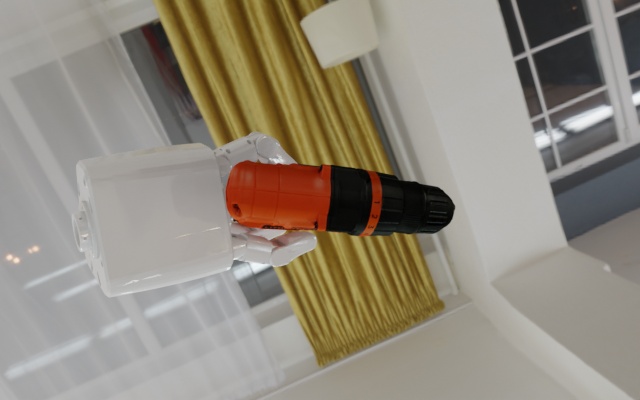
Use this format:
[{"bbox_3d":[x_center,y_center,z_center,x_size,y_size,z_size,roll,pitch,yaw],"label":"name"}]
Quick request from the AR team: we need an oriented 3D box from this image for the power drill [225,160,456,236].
[{"bbox_3d":[0.000,0.001,0.434,0.184,0.057,0.187,8,-5,-17],"label":"power drill"}]
